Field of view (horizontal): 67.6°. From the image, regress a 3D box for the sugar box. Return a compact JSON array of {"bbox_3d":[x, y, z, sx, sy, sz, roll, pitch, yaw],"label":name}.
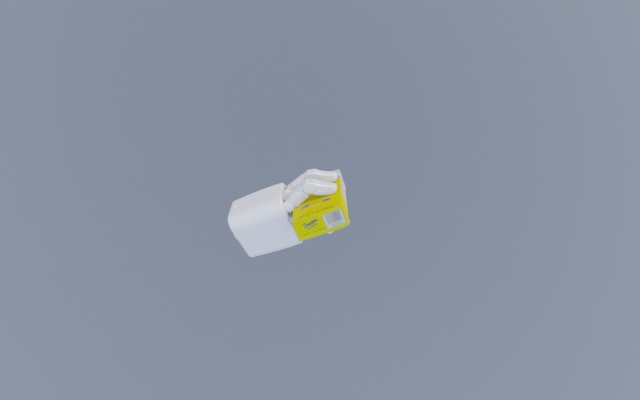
[{"bbox_3d":[0.000,0.002,0.870,0.093,0.048,0.176,-18,25,7],"label":"sugar box"}]
